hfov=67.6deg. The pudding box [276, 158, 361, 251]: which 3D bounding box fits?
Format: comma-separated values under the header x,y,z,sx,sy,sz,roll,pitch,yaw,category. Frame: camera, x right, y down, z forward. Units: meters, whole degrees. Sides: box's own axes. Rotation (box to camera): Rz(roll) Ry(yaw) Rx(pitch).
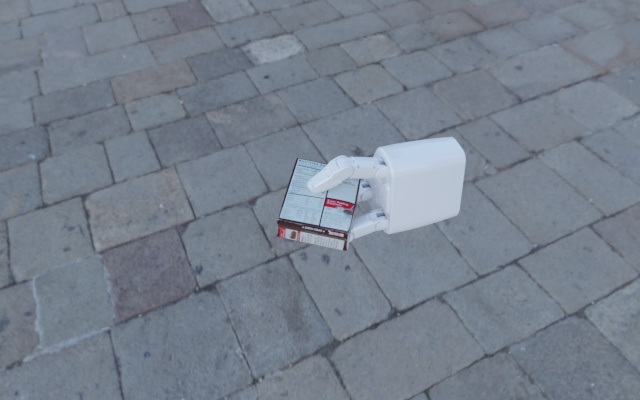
x,y,z,sx,sy,sz,roll,pitch,yaw,category
0.000,0.002,0.602,0.090,0.113,0.039,11,-43,4,pudding box
